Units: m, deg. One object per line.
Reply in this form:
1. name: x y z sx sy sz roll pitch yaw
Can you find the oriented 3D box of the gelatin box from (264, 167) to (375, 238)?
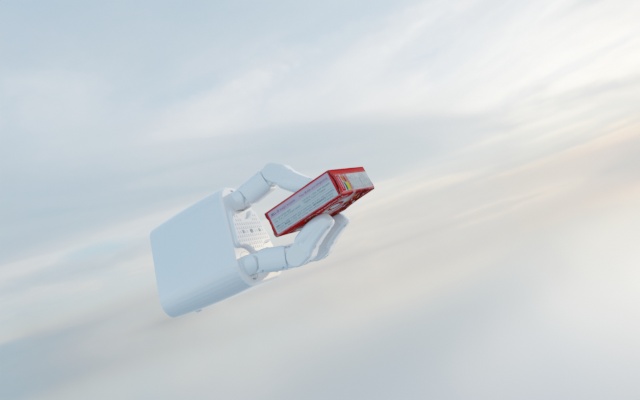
1. gelatin box: 0.000 0.001 0.476 0.089 0.030 0.073 -34 -12 29
